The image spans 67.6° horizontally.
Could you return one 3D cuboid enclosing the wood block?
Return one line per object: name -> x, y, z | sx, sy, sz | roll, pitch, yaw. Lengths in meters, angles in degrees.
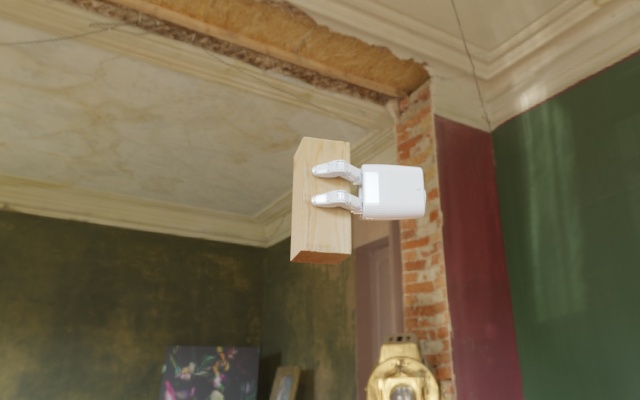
wood block -> 0.000, 0.003, 0.855 | 0.090, 0.206, 0.091 | 5, -21, -12
